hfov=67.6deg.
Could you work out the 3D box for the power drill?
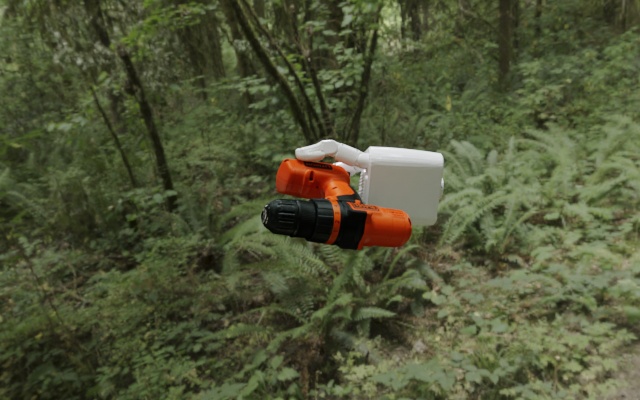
[{"bbox_3d":[0.000,0.002,0.612,0.184,0.057,0.187,9,20,-22],"label":"power drill"}]
